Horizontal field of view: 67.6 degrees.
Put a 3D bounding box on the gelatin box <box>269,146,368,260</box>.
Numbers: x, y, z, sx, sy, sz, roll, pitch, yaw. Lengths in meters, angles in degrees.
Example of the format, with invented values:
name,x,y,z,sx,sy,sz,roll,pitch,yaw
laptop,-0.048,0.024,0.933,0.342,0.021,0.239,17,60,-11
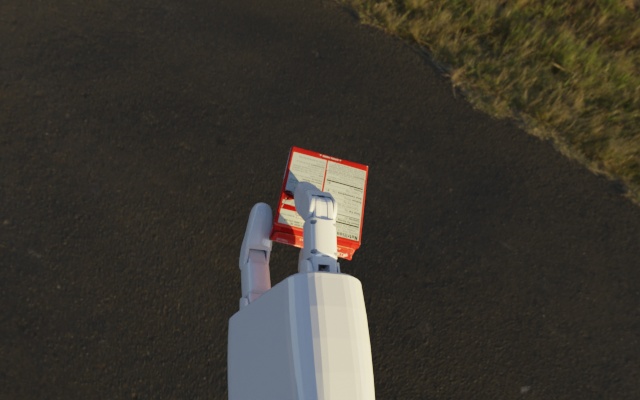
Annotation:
name,x,y,z,sx,sy,sz,roll,pitch,yaw
gelatin box,0.000,0.001,0.418,0.073,0.089,0.030,14,-35,-6
